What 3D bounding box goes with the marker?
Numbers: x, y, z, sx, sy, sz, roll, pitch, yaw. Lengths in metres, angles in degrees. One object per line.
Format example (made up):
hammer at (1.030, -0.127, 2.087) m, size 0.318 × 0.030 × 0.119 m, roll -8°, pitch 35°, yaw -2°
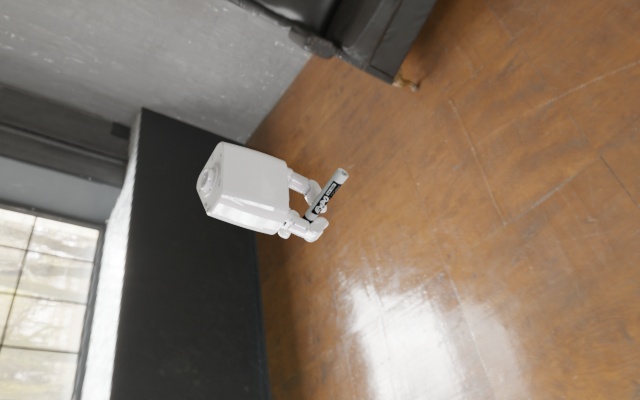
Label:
marker at (0.000, 0.002, 0.707) m, size 0.020 × 0.121 × 0.020 m, roll 28°, pitch 29°, yaw -17°
